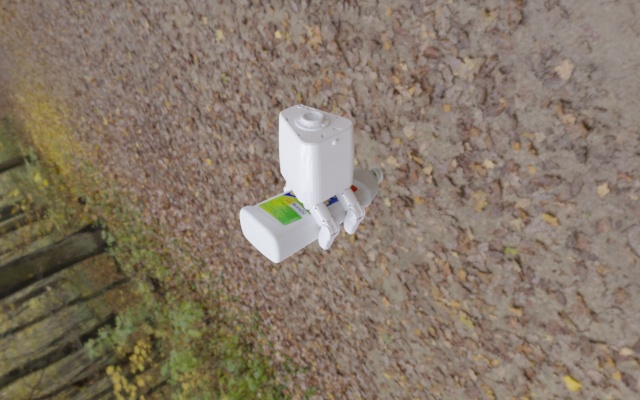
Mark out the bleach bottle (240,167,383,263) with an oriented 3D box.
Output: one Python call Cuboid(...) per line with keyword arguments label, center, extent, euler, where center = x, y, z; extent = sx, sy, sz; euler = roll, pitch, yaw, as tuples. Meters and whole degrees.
Cuboid(label="bleach bottle", center=(0.000, 0.003, 0.781), extent=(0.250, 0.068, 0.102), euler=(-30, 48, -30))
